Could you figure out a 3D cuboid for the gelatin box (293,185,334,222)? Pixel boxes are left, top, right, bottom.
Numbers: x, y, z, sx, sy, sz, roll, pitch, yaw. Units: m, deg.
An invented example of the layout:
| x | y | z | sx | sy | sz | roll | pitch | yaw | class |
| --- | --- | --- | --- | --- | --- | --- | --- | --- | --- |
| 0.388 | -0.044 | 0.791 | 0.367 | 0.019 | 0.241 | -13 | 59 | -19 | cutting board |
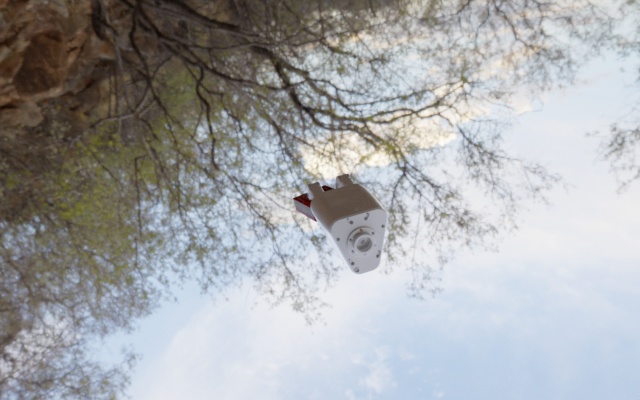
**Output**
| x | y | z | sx | sy | sz | roll | pitch | yaw | class |
| --- | --- | --- | --- | --- | --- | --- | --- | --- | --- |
| 0.000 | 0.003 | 0.887 | 0.073 | 0.030 | 0.089 | -23 | 22 | -20 | gelatin box |
